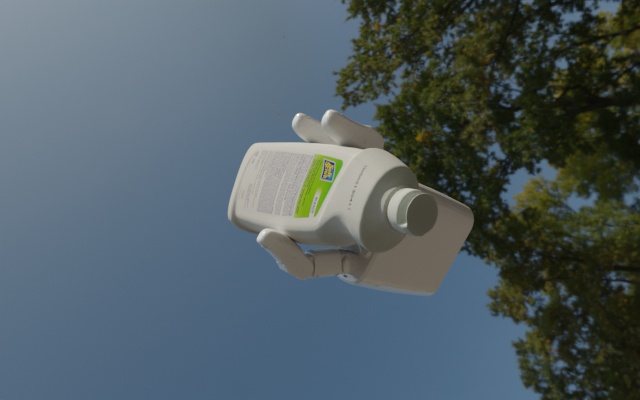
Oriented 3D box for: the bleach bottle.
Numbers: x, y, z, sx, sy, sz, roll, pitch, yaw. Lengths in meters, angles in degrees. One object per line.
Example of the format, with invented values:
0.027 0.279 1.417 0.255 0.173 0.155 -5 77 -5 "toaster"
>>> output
0.000 0.001 0.420 0.068 0.102 0.251 17 -1 -32 "bleach bottle"
